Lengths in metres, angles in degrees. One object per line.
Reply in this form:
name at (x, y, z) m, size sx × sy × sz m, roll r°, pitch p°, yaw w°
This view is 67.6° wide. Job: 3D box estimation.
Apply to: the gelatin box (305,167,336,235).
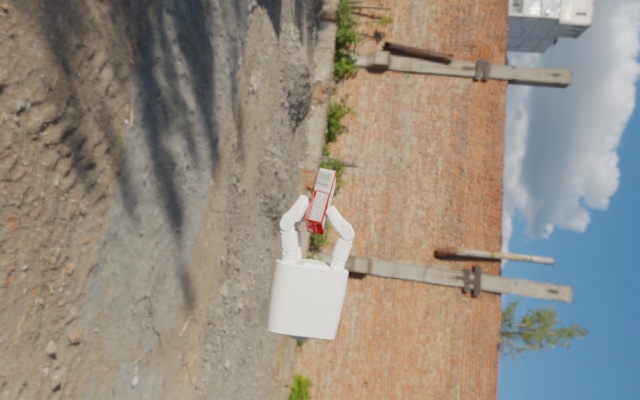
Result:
gelatin box at (0.001, 0.002, 0.745) m, size 0.030 × 0.089 × 0.073 m, roll 14°, pitch -15°, yaw 5°
